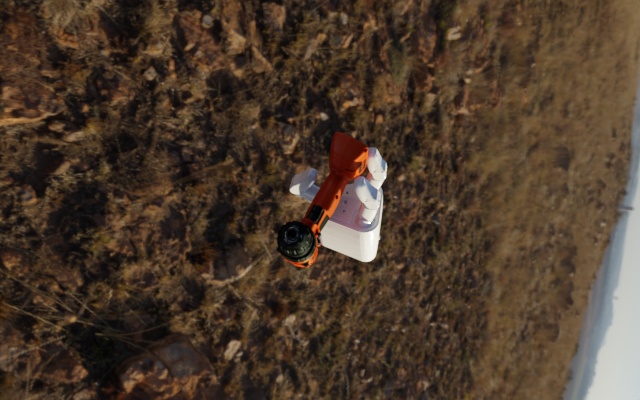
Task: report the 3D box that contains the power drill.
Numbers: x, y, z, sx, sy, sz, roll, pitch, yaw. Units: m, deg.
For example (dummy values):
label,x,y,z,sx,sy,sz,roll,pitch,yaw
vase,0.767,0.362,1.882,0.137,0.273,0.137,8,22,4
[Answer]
label,x,y,z,sx,sy,sz,roll,pitch,yaw
power drill,0.000,0.002,0.662,0.057,0.187,0.184,29,-11,6
